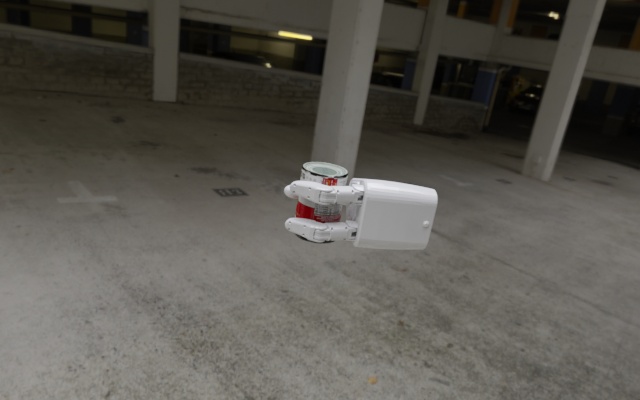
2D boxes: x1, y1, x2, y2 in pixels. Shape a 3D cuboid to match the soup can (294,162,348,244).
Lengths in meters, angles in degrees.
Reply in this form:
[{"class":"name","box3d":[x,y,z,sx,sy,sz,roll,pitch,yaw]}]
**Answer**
[{"class":"soup can","box3d":[0.000,0.002,0.690,0.068,0.102,0.068,8,19,-3]}]
